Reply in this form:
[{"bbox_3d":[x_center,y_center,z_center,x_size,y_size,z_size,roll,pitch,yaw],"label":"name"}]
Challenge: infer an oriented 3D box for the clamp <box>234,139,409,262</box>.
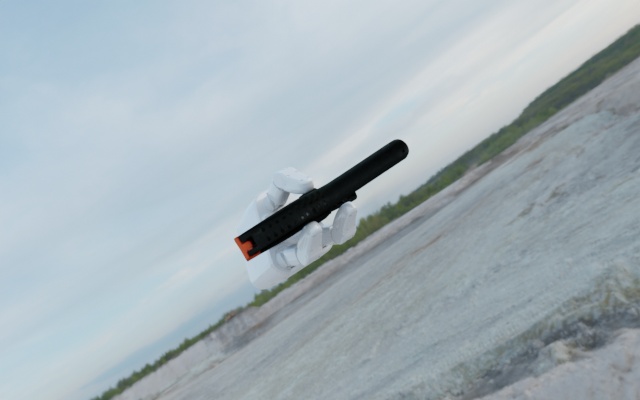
[{"bbox_3d":[-0.001,0.001,0.547,0.210,0.036,0.165,-29,-8,-33],"label":"clamp"}]
